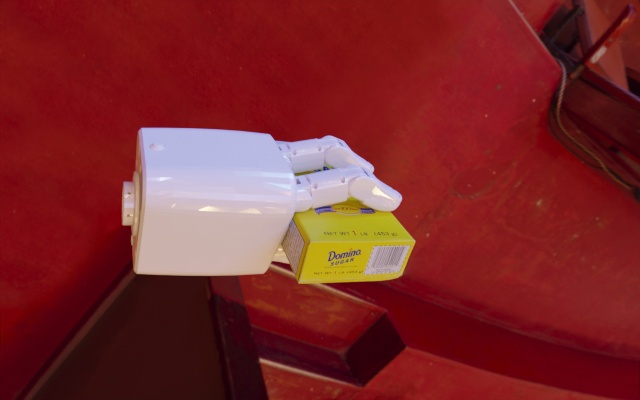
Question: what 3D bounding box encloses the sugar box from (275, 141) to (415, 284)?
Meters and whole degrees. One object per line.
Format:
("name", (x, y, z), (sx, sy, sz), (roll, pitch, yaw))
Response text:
("sugar box", (0.000, 0.001, 0.428), (0.093, 0.048, 0.176), (2, 32, -25))
